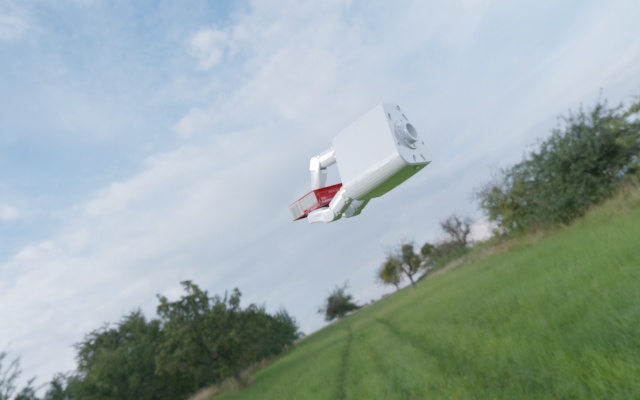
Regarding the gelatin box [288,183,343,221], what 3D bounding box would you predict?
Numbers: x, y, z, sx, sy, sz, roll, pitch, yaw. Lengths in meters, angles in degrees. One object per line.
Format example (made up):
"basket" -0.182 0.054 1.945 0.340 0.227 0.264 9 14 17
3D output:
"gelatin box" 0.000 0.002 0.794 0.073 0.030 0.089 -14 -11 -38
